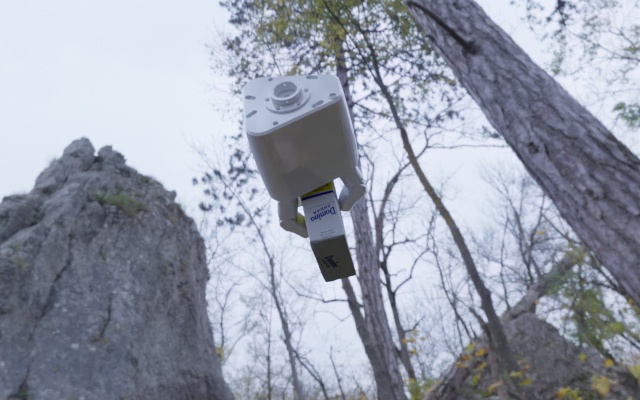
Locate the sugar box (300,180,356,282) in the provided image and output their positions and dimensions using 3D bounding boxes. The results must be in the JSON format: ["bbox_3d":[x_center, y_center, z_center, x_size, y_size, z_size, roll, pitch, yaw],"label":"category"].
[{"bbox_3d":[0.000,0.002,0.592,0.048,0.176,0.093,-13,-39,4],"label":"sugar box"}]
